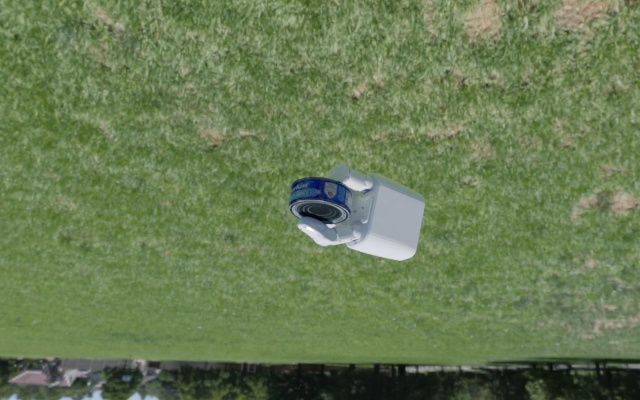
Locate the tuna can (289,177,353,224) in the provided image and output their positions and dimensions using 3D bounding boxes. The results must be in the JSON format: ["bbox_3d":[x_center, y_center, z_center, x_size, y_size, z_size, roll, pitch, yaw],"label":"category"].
[{"bbox_3d":[0.000,0.003,0.649,0.086,0.033,0.086,6,-24,3],"label":"tuna can"}]
